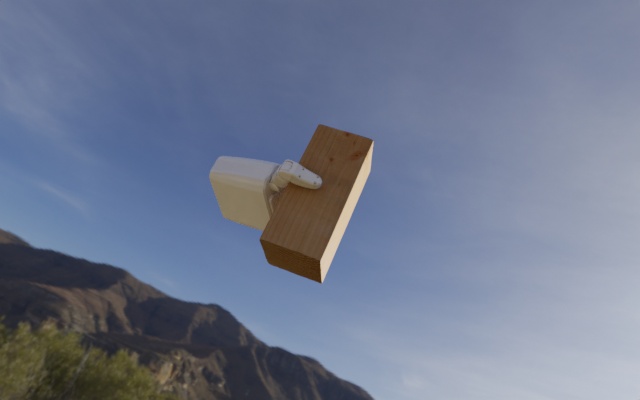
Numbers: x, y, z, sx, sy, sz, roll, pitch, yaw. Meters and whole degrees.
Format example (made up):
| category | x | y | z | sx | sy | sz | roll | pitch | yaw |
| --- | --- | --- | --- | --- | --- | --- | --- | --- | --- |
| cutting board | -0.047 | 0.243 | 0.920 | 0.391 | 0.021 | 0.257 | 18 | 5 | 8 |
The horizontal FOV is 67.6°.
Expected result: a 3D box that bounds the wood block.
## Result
| category | x | y | z | sx | sy | sz | roll | pitch | yaw |
| --- | --- | --- | --- | --- | --- | --- | --- | --- | --- |
| wood block | 0.000 | 0.002 | 0.702 | 0.090 | 0.206 | 0.091 | 19 | -27 | 13 |
